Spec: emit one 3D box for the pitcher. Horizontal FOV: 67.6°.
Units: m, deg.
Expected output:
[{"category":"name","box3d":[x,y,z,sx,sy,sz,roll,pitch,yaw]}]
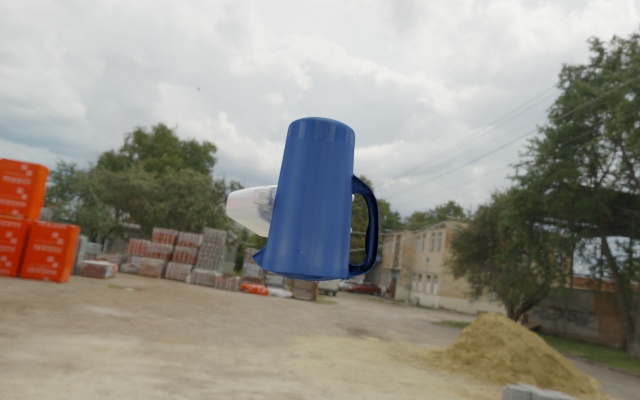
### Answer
[{"category":"pitcher","box3d":[0.000,0.002,0.738,0.149,0.242,0.145,14,-12,-39]}]
